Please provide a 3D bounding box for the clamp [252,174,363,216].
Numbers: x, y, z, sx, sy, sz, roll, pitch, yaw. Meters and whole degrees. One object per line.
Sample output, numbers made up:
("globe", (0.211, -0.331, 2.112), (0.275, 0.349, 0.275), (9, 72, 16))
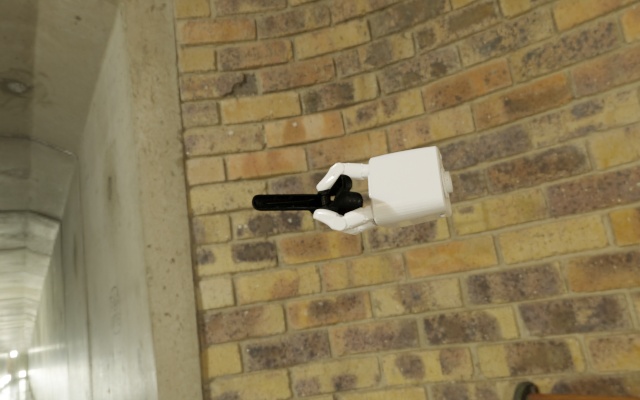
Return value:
("clamp", (0.000, 0.002, 0.774), (0.164, 0.036, 0.210), (-10, -12, 20))
